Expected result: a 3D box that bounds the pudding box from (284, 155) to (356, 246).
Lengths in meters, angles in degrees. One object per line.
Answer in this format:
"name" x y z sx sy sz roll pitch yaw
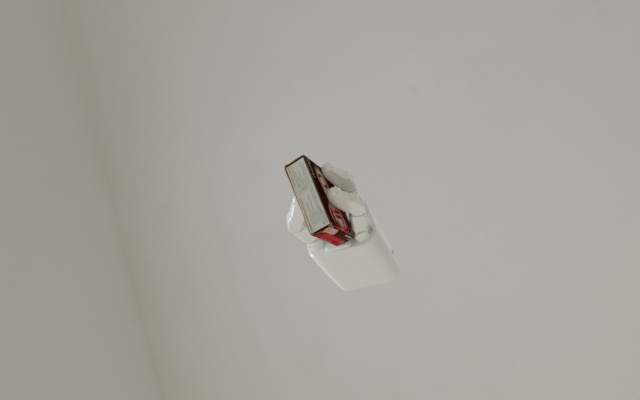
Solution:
"pudding box" 0.000 0.002 0.669 0.039 0.113 0.090 -30 -24 13
